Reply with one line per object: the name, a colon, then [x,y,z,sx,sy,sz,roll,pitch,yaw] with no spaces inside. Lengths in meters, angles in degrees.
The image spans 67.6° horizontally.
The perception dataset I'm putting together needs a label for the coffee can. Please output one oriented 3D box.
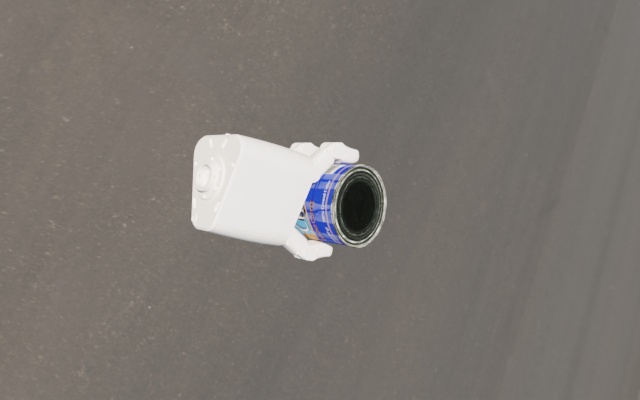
coffee can: [0.000,0.002,0.629,0.140,0.103,0.103,6,4,44]
